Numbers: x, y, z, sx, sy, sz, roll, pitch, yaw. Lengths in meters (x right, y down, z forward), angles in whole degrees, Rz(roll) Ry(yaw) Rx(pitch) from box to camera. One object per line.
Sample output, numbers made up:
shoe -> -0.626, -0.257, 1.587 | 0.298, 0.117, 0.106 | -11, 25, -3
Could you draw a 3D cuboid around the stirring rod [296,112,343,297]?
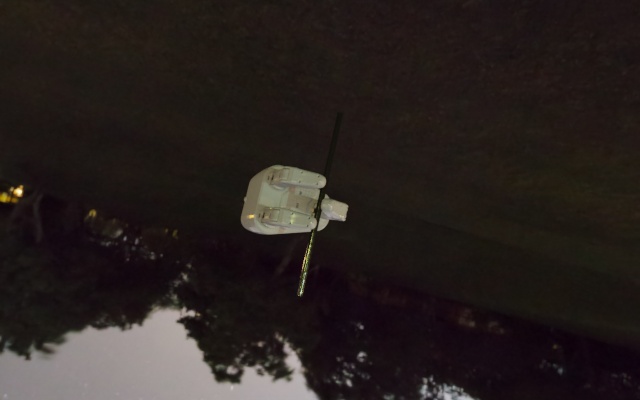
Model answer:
stirring rod -> 0.000, 0.002, 0.609 | 0.011, 0.239, 0.011 | 12, -8, 2
